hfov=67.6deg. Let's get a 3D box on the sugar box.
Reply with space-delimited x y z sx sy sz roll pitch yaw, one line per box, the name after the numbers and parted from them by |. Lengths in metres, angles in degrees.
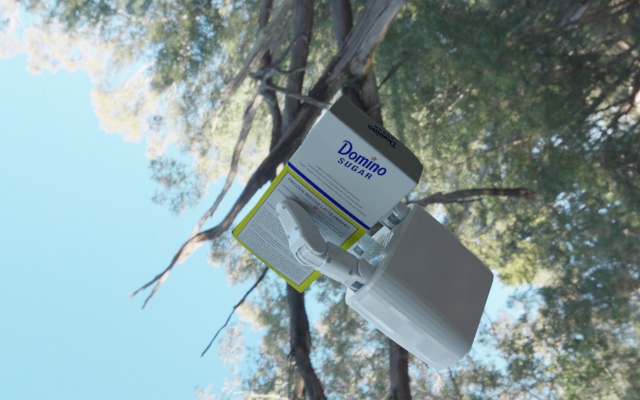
0.000 0.001 0.431 0.176 0.093 0.048 -47 6 34 | sugar box
